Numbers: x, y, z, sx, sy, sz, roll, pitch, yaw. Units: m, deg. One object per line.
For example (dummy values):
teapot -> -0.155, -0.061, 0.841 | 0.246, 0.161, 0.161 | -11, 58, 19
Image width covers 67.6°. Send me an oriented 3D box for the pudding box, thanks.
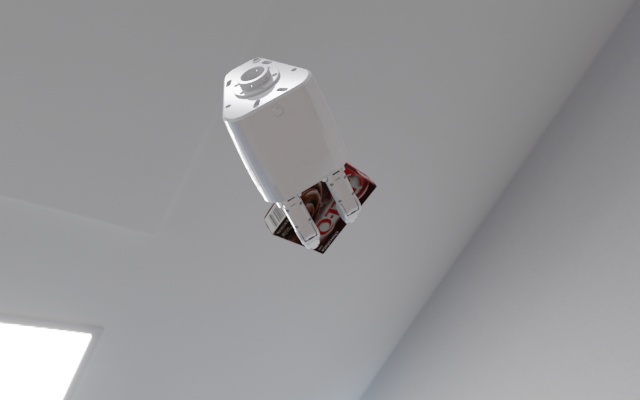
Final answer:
pudding box -> 0.000, 0.002, 0.569 | 0.090, 0.113, 0.039 | 27, 18, -42
